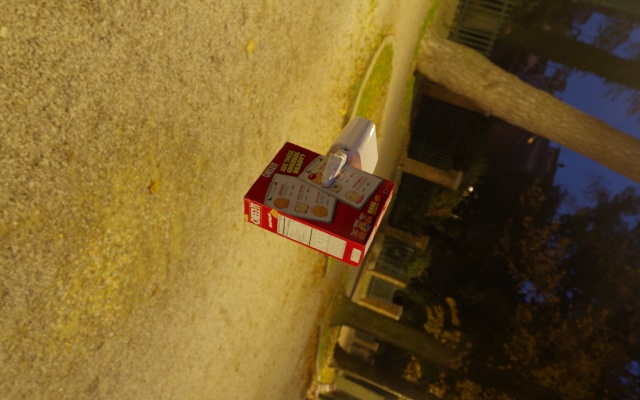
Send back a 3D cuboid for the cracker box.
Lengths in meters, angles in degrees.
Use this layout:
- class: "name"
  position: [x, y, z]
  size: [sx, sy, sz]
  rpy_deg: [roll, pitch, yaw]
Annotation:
- class: "cracker box"
  position: [0.000, 0.003, 0.822]
  size: [0.213, 0.072, 0.164]
  rpy_deg: [21, 47, 11]
